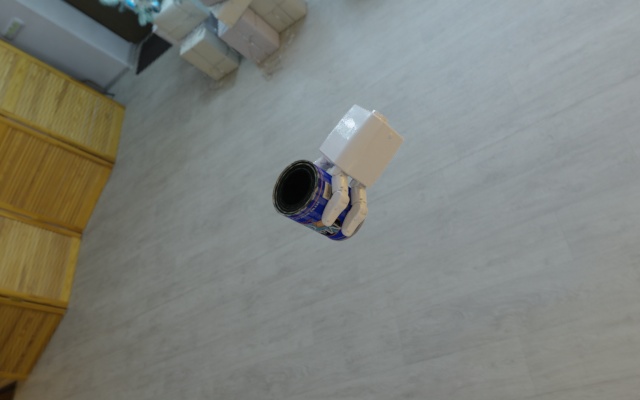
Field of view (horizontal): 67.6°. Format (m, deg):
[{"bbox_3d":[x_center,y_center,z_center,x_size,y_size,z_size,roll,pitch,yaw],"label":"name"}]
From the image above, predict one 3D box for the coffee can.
[{"bbox_3d":[0.000,0.003,0.842,0.103,0.102,0.140,0,-21,42],"label":"coffee can"}]
